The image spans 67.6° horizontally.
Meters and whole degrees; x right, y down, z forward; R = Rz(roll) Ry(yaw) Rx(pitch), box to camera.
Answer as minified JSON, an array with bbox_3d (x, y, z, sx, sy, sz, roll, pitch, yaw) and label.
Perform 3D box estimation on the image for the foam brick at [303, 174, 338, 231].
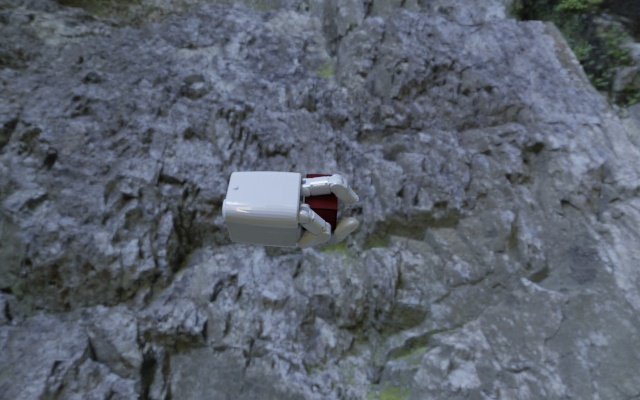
[{"bbox_3d":[0.000,0.002,0.753,0.051,0.078,0.053,3,-44,-1],"label":"foam brick"}]
